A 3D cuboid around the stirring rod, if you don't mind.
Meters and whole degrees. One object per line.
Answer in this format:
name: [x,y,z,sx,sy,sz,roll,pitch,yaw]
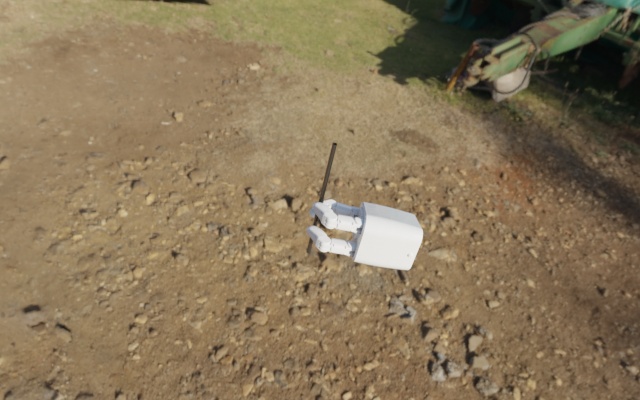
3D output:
stirring rod: [0.000,0.003,0.856,0.011,0.240,0.011,9,35,-6]
